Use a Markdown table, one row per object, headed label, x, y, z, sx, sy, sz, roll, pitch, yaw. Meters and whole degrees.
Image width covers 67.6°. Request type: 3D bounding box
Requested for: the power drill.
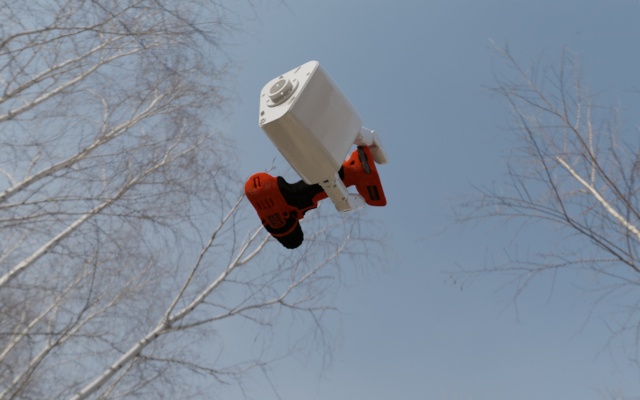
| label | x | y | z | sx | sy | sz | roll | pitch | yaw |
| --- | --- | --- | --- | --- | --- | --- | --- | --- | --- |
| power drill | 0.000 | 0.002 | 0.709 | 0.187 | 0.057 | 0.184 | -20 | -33 | 4 |
